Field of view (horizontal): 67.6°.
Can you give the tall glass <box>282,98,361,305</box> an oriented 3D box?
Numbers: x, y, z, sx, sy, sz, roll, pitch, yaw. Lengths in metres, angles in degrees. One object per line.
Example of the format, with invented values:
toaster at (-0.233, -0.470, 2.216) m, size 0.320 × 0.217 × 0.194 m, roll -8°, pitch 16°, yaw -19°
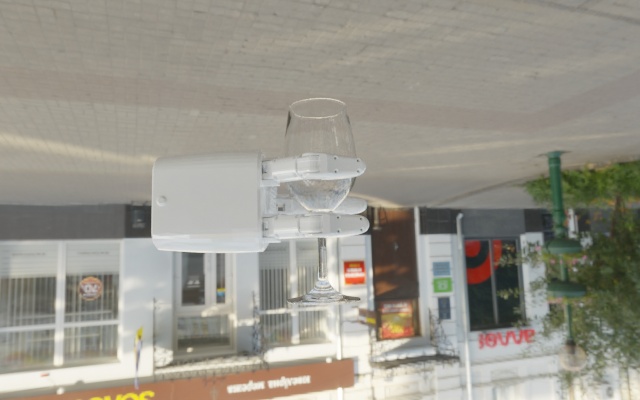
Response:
tall glass at (0.000, 0.002, 0.489) m, size 0.079 × 0.201 × 0.079 m, roll -1°, pitch -6°, yaw 0°
